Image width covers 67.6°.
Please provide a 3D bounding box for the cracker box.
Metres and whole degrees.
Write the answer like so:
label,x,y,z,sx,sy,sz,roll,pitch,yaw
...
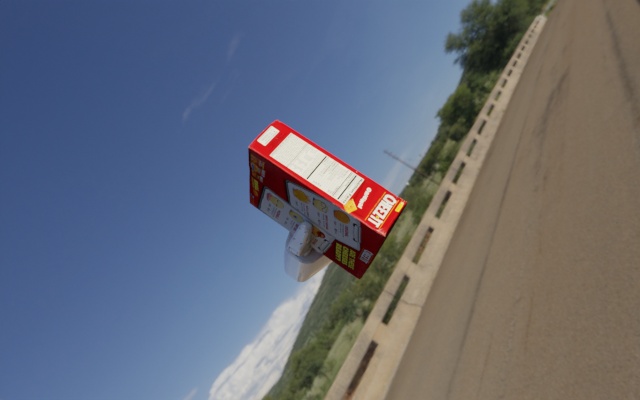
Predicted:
label,x,y,z,sx,sy,sz,roll,pitch,yaw
cracker box,0.000,0.002,0.684,0.213,0.072,0.164,33,-27,10
